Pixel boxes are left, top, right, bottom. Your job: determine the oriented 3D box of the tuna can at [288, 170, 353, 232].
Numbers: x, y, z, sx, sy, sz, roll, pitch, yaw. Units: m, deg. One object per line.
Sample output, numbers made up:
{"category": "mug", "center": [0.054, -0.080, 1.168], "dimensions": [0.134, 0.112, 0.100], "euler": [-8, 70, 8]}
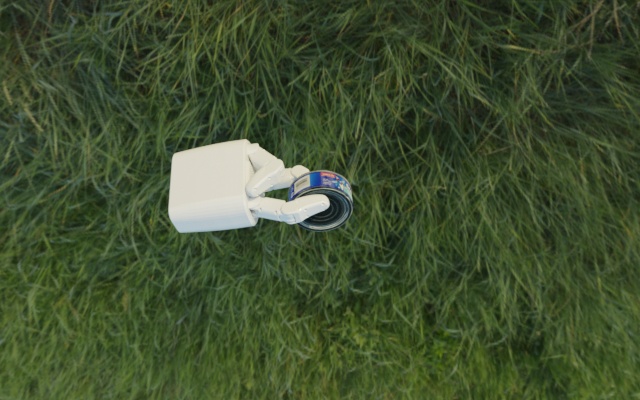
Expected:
{"category": "tuna can", "center": [0.000, 0.002, 0.635], "dimensions": [0.086, 0.086, 0.033], "euler": [-2, 45, -2]}
